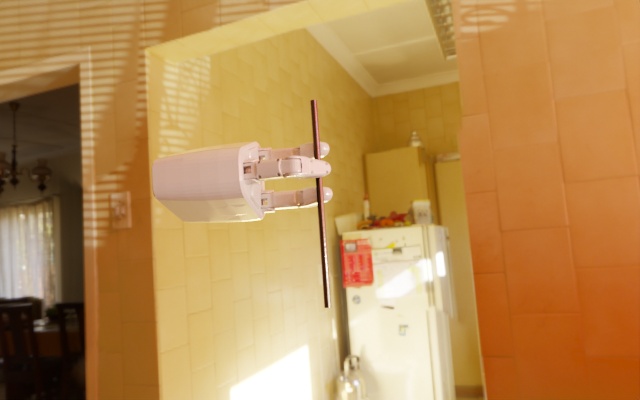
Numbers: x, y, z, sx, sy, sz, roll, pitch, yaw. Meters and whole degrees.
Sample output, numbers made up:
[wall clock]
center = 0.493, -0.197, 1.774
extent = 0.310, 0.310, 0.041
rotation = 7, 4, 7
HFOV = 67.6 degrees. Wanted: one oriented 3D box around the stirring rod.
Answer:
[stirring rod]
center = 0.000, 0.002, 0.552
extent = 0.011, 0.239, 0.011
rotation = -4, -5, 0
